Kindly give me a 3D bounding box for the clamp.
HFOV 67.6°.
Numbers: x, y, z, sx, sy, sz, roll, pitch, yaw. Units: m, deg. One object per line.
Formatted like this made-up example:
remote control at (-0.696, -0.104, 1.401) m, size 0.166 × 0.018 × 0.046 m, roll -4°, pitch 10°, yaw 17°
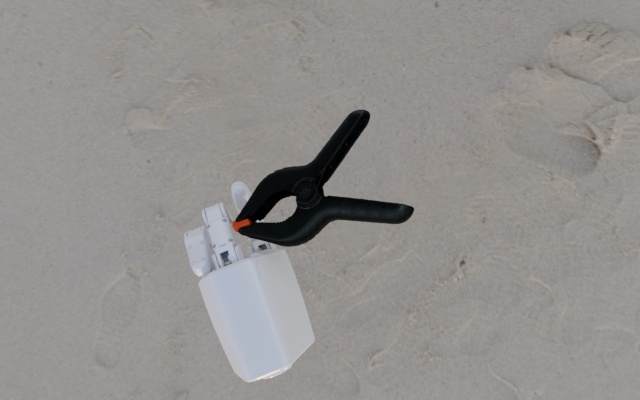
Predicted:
clamp at (0.000, 0.001, 0.454) m, size 0.171 × 0.120 × 0.039 m, roll -34°, pitch -30°, yaw 9°
